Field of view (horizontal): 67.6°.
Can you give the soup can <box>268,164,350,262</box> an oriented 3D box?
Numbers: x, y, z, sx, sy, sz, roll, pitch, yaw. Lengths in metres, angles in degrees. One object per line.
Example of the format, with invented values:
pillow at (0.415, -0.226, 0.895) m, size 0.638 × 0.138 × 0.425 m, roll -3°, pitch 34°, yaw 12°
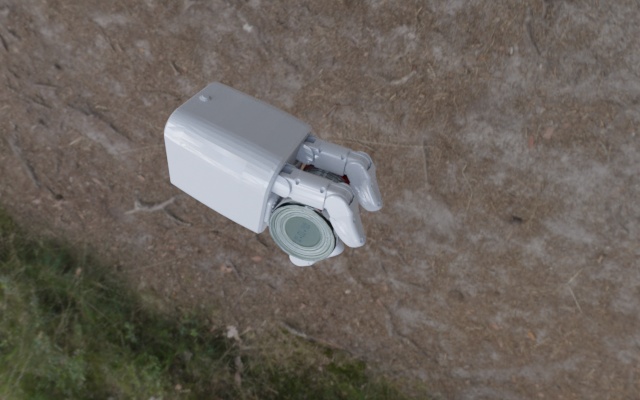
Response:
soup can at (0.000, 0.002, 0.466) m, size 0.068 × 0.068 × 0.102 m, roll 0°, pitch 35°, yaw 25°
